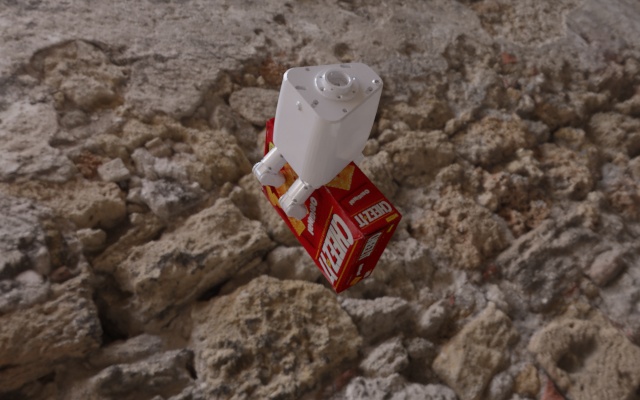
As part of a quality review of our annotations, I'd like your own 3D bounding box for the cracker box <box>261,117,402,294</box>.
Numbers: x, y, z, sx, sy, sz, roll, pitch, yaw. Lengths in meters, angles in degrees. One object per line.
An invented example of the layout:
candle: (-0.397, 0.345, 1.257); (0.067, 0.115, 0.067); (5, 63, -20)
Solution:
cracker box: (0.000, 0.002, 0.669); (0.072, 0.213, 0.164); (-26, -26, -26)
